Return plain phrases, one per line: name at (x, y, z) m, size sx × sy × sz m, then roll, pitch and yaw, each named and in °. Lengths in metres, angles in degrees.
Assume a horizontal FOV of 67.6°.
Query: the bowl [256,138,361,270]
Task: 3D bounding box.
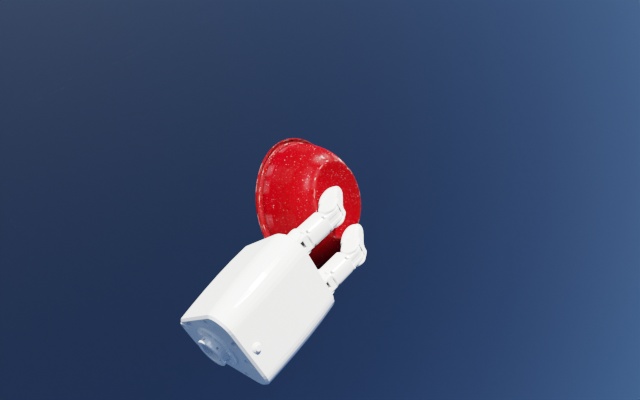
bowl at (0.001, 0.001, 0.561) m, size 0.055 × 0.162 × 0.162 m, roll -9°, pitch -6°, yaw 37°
